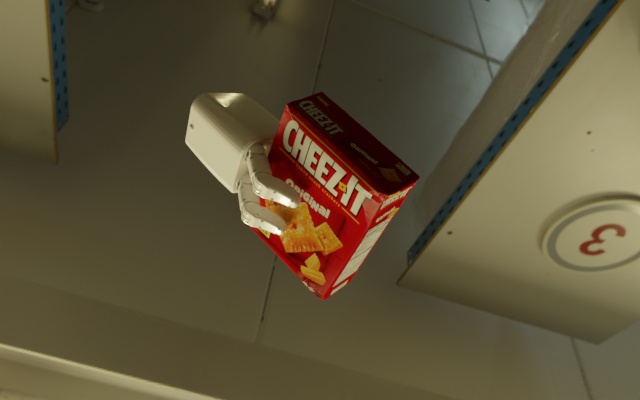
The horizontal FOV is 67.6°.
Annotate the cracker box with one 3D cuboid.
[{"bbox_3d":[0.000,0.002,0.602,0.164,0.214,0.072,44,46,18],"label":"cracker box"}]
